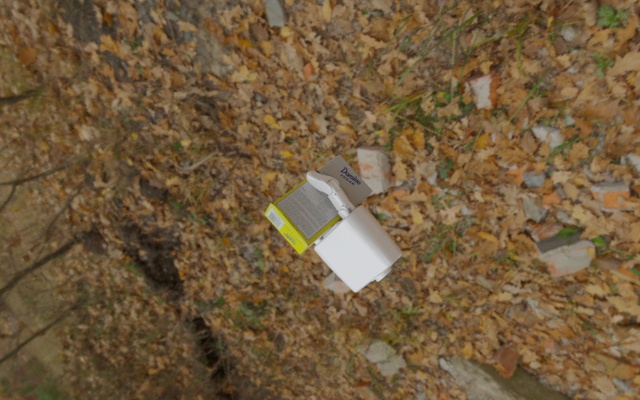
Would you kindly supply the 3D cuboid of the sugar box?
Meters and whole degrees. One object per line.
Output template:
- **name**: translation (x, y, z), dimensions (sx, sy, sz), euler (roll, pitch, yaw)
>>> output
- **sugar box**: translation (0.000, 0.003, 0.819), dimensions (0.176, 0.093, 0.048), euler (-37, -7, -37)
